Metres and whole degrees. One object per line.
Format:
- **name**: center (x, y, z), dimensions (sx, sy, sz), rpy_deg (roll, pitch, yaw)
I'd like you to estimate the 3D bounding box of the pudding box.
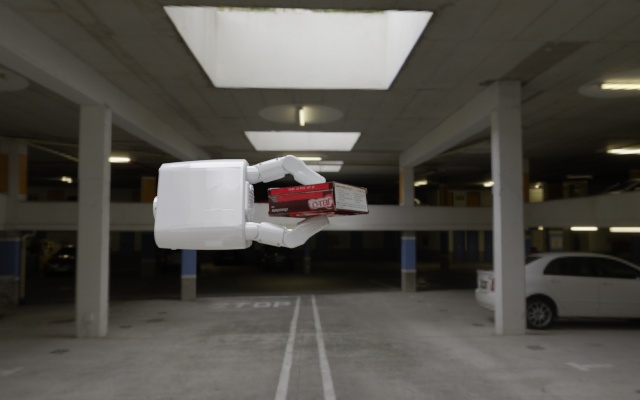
- **pudding box**: center (0.000, 0.002, 0.600), dimensions (0.090, 0.039, 0.113), rpy_deg (-4, -3, 26)
